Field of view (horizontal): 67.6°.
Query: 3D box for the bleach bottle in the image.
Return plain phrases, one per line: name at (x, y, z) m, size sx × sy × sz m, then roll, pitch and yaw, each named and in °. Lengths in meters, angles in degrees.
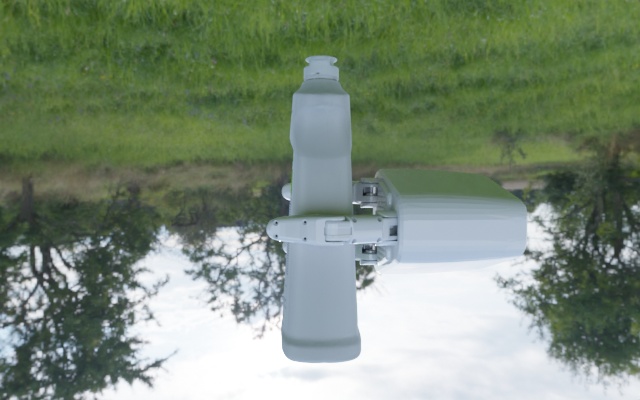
bleach bottle at (0.000, 0.001, 0.417) m, size 0.068 × 0.251 × 0.102 m, roll 0°, pitch 2°, yaw -5°
